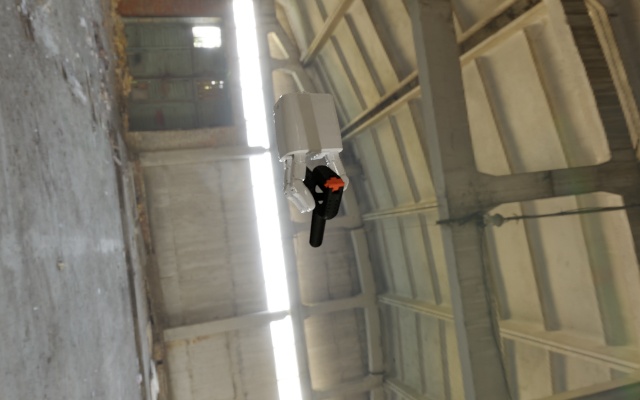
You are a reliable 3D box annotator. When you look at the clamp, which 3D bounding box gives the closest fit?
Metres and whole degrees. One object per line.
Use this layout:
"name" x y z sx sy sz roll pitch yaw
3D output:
"clamp" 0.001 0.002 0.851 0.036 0.164 0.210 -10 -2 -17
